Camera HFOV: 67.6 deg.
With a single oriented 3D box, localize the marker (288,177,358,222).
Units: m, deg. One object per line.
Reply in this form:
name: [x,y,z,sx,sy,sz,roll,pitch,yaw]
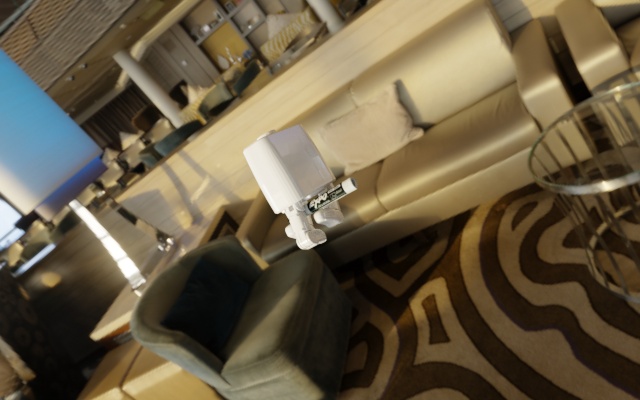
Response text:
marker: [0.000,0.002,0.693,0.121,0.020,0.020,-30,-14,26]
